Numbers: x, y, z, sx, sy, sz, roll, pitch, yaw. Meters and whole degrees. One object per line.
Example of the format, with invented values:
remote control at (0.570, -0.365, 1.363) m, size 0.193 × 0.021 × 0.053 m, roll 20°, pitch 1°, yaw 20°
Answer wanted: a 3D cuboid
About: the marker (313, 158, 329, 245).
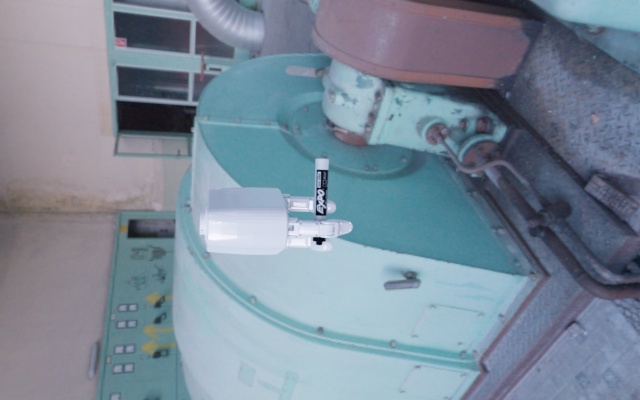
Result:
marker at (0.000, 0.002, 0.666) m, size 0.020 × 0.121 × 0.020 m, roll 2°, pitch 4°, yaw 0°
